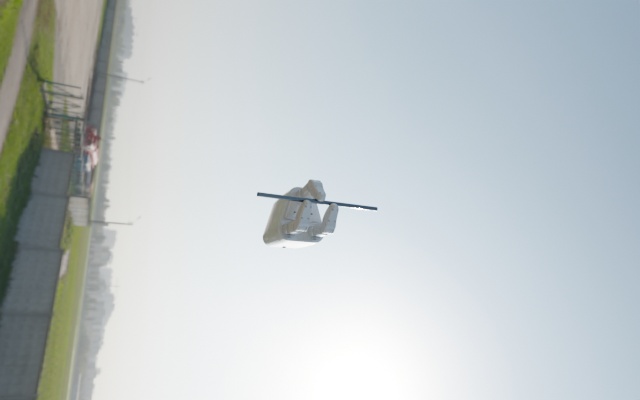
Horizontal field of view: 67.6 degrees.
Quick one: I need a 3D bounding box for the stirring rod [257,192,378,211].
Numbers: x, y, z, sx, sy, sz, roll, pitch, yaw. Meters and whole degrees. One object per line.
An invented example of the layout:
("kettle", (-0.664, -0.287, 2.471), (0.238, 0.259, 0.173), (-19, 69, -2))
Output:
("stirring rod", (0.000, 0.003, 0.870), (0.239, 0.011, 0.011), (7, -3, -25))
